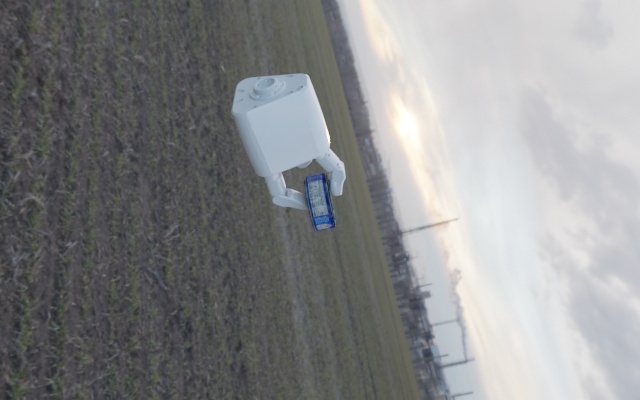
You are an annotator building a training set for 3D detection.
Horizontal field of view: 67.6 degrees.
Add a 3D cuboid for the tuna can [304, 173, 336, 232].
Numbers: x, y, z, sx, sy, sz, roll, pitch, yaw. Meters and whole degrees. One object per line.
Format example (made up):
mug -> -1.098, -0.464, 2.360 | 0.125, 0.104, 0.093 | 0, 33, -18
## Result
tuna can -> 0.001, 0.002, 0.724 | 0.034, 0.086, 0.086 | -11, -1, 4
